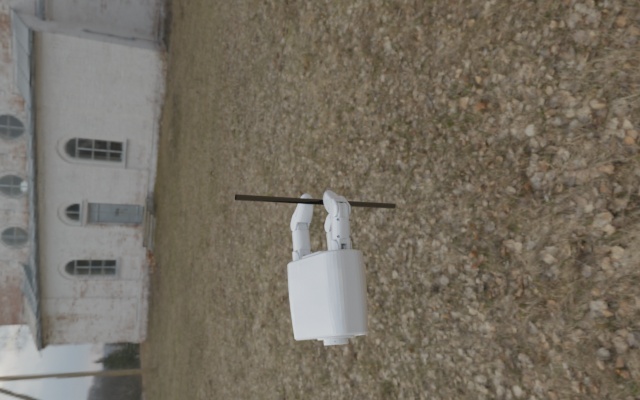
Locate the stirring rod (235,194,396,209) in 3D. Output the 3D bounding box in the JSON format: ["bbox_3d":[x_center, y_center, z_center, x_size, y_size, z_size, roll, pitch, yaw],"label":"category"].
[{"bbox_3d":[0.000,0.002,0.667,0.239,0.011,0.011,3,-1,-23],"label":"stirring rod"}]
